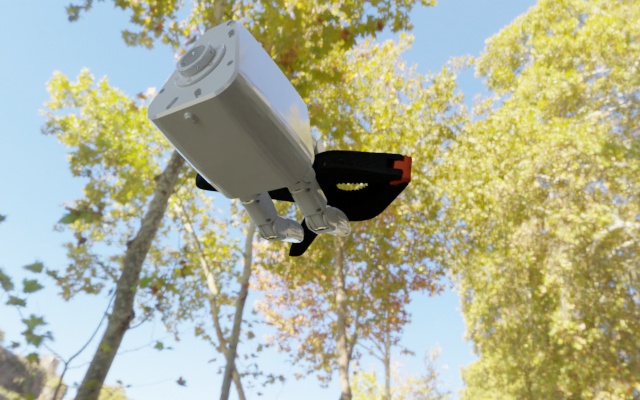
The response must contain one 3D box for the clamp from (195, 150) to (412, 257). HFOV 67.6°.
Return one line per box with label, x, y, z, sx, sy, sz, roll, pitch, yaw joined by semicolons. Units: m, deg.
clamp;0.001;0.001;0.485;0.210;0.036;0.165;-12;-39;29
